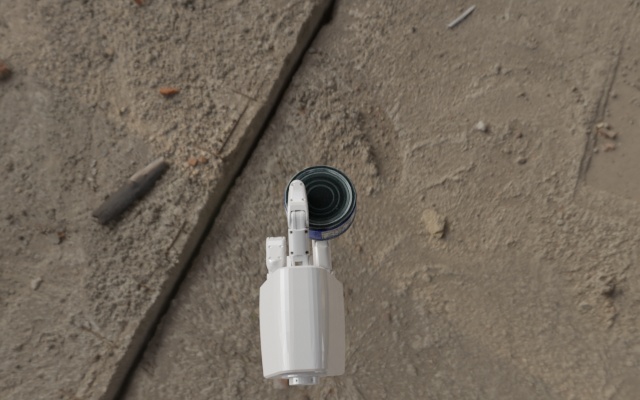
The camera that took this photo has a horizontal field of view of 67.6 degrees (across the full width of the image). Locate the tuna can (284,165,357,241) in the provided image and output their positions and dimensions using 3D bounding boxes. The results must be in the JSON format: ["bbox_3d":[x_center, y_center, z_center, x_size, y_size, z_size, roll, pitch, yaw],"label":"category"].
[{"bbox_3d":[0.000,0.002,0.562,0.086,0.086,0.034,0,-26,2],"label":"tuna can"}]
